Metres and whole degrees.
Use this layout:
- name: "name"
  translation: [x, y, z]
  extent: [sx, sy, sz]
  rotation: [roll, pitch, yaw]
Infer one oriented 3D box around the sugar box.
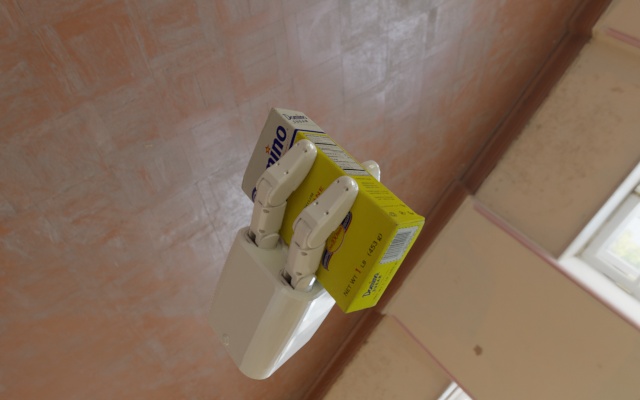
- name: "sugar box"
  translation: [0.000, 0.002, 0.418]
  extent: [0.048, 0.093, 0.176]
  rotation: [-3, 37, -47]
